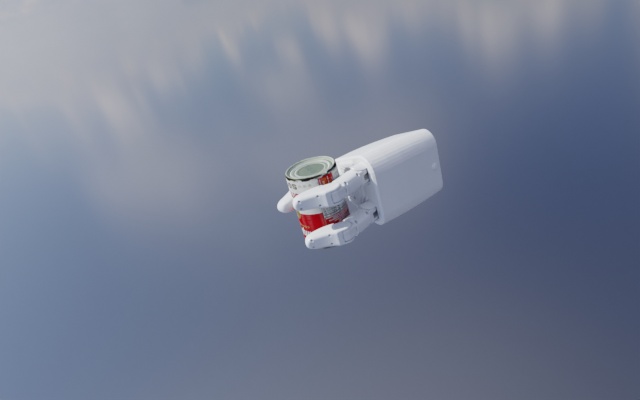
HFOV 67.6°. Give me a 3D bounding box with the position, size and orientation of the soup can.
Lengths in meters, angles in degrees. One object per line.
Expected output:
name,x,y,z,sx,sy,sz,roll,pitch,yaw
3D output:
soup can,0.000,0.002,0.617,0.068,0.102,0.068,-13,26,7
